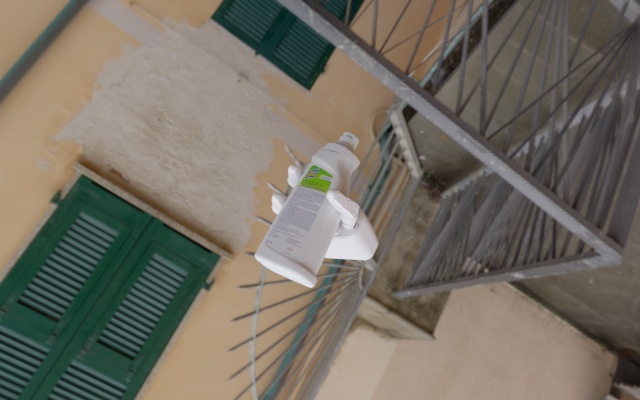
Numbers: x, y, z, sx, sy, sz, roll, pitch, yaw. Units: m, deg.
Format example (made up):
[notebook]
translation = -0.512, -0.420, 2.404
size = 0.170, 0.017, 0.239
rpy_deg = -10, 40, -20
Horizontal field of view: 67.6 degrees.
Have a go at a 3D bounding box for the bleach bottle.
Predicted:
[bleach bottle]
translation = 0.000, 0.002, 0.750
size = 0.102, 0.250, 0.068
rpy_deg = 18, -20, 31
